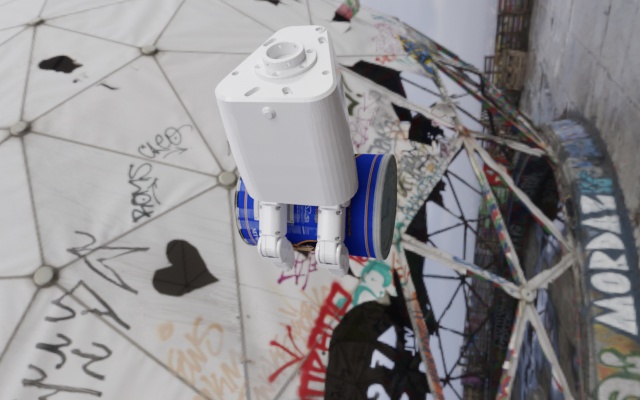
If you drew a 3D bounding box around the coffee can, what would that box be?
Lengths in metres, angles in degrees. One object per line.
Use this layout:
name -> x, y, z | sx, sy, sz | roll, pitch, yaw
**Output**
coffee can -> 0.000, 0.002, 0.478 | 0.140, 0.103, 0.103 | 4, 1, 16
